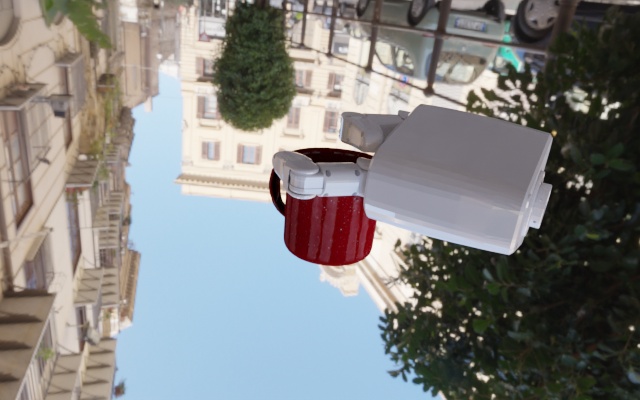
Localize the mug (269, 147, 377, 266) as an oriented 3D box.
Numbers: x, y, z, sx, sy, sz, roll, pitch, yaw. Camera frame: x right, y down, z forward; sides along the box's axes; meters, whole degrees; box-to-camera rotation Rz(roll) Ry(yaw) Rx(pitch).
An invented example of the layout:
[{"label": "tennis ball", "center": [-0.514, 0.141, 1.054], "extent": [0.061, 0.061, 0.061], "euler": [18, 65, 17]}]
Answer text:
[{"label": "mug", "center": [-0.001, 0.001, 0.426], "extent": [0.117, 0.081, 0.093], "euler": [18, 25, 29]}]
